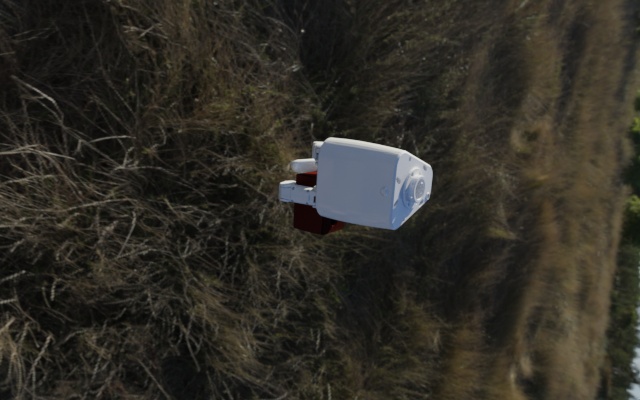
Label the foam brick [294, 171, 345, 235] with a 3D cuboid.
[{"bbox_3d":[0.000,0.002,0.647,0.051,0.078,0.053,12,15,34],"label":"foam brick"}]
